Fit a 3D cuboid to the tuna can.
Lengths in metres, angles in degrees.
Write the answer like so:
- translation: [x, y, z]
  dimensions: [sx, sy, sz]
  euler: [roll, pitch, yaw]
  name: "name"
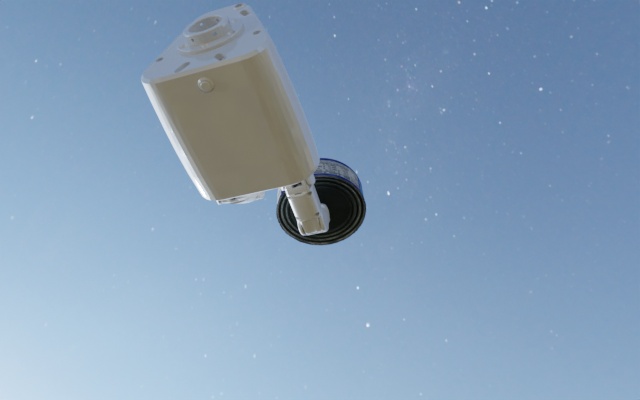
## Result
- translation: [0.000, 0.001, 0.465]
  dimensions: [0.086, 0.086, 0.033]
  euler: [0, 39, -3]
  name: "tuna can"
